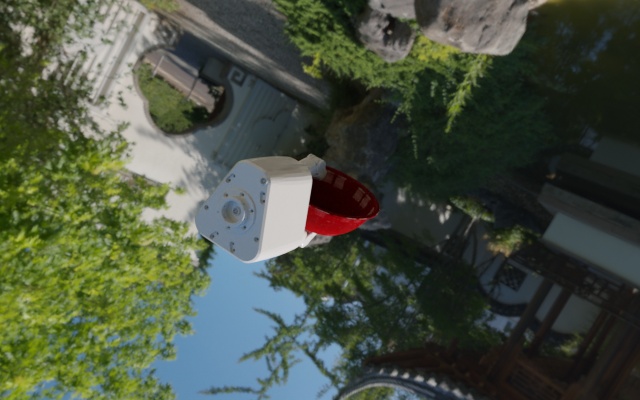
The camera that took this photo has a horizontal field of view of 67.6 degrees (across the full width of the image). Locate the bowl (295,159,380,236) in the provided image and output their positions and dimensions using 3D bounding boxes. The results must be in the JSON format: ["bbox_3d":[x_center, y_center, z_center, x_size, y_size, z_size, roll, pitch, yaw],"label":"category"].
[{"bbox_3d":[0.001,0.002,0.684,0.162,0.055,0.162,18,25,-9],"label":"bowl"}]
